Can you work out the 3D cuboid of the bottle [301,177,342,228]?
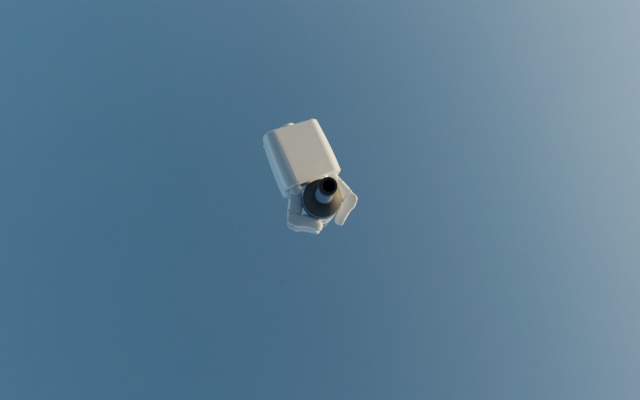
[{"bbox_3d":[0.000,0.003,0.834,0.069,0.069,0.296,0,-9,-5],"label":"bottle"}]
